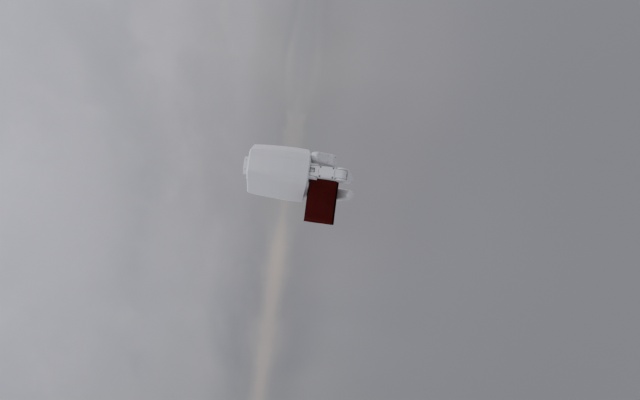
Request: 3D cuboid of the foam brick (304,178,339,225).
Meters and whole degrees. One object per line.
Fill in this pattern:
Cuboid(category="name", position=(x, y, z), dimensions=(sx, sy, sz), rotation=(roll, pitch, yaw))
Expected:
Cuboid(category="foam brick", position=(0.000, 0.003, 0.854), dimensions=(0.051, 0.078, 0.053), rotation=(8, -5, -5))
